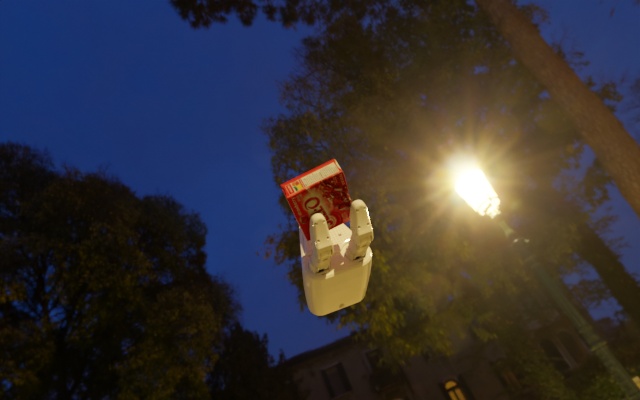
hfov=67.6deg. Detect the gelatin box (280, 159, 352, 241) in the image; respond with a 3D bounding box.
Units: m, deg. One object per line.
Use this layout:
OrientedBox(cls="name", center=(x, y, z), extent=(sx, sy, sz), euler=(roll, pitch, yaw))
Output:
OrientedBox(cls="gelatin box", center=(0.000, 0.001, 0.589), extent=(0.073, 0.089, 0.030), euler=(-26, 46, -4))
